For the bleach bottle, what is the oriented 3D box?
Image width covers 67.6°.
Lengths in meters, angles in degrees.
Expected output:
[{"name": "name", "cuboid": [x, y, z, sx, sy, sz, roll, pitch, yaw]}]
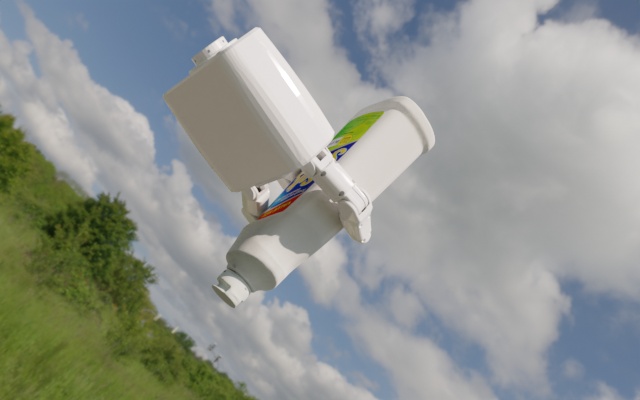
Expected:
[{"name": "bleach bottle", "cuboid": [0.000, 0.002, 0.456, 0.250, 0.068, 0.102, -46, 21, -26]}]
